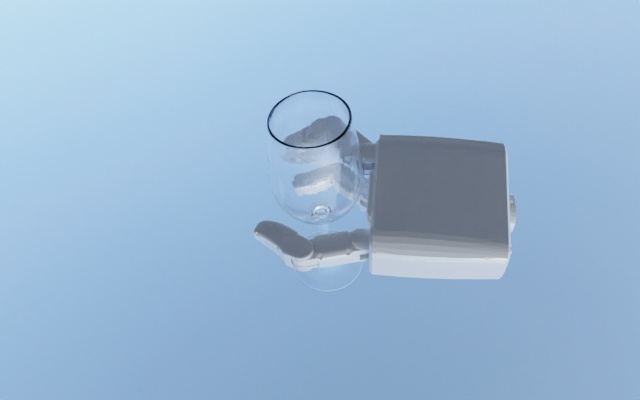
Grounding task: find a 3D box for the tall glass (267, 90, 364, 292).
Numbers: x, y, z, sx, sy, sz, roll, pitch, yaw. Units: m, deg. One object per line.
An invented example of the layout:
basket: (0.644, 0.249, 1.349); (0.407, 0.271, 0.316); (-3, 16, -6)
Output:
tall glass: (0.000, 0.002, 0.420); (0.079, 0.079, 0.201); (0, -38, 6)
